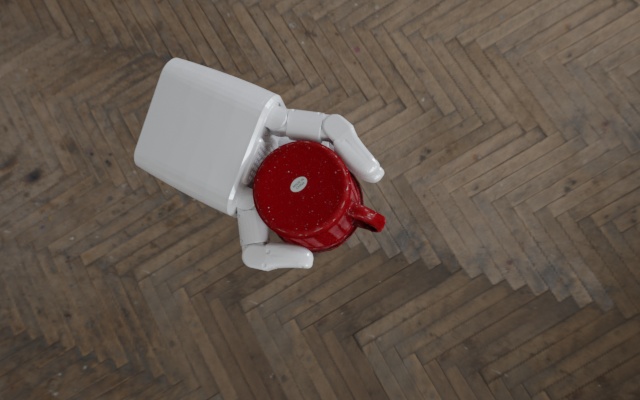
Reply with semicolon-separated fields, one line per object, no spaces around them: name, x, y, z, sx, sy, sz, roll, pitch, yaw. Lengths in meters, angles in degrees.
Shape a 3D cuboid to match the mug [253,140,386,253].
mug;0.001;0.002;0.415;0.117;0.093;0.081;23;-6;11
